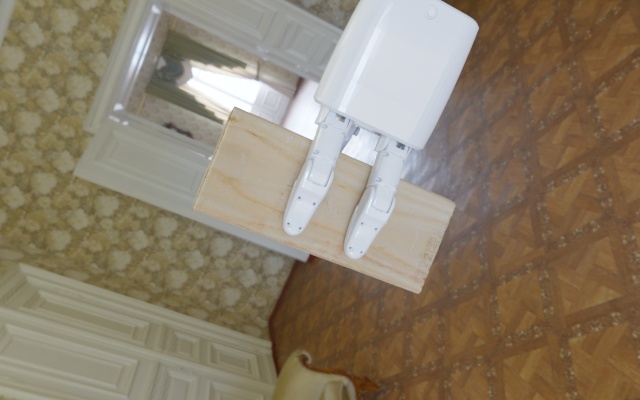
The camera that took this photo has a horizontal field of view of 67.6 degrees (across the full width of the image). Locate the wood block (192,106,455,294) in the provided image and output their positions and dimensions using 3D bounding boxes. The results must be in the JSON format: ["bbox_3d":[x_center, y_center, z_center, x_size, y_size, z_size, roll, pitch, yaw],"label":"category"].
[{"bbox_3d":[0.000,0.001,0.432,0.206,0.090,0.091,22,0,-14],"label":"wood block"}]
